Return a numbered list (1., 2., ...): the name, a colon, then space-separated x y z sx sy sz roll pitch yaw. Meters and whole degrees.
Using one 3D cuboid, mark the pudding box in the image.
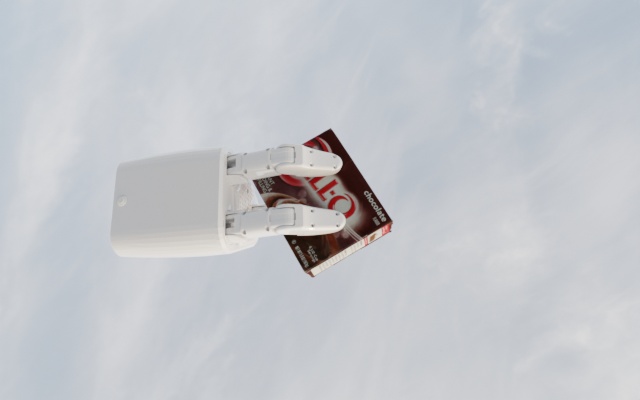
1. pudding box: 0.000 0.002 0.444 0.090 0.113 0.039 -31 -18 -3
